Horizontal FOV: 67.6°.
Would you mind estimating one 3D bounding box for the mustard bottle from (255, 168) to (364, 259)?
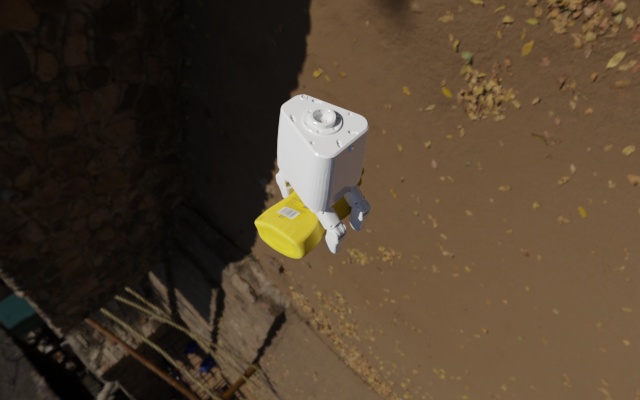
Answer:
[{"bbox_3d":[0.000,0.003,0.719,0.096,0.058,0.191,21,50,41],"label":"mustard bottle"}]
